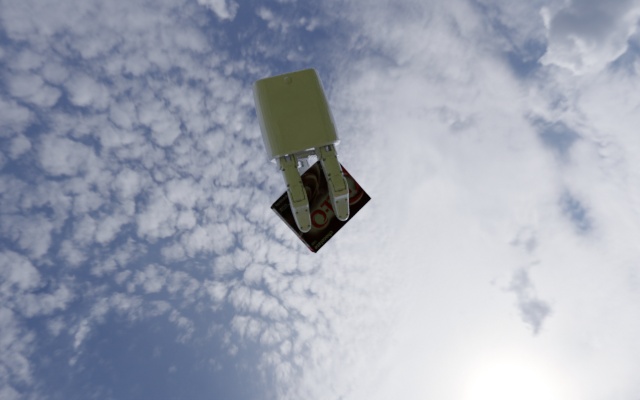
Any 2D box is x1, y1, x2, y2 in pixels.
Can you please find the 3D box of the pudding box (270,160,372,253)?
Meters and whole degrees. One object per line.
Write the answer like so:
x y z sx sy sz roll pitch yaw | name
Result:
0.000 0.002 0.661 0.113 0.090 0.039 -44 7 -9 | pudding box
